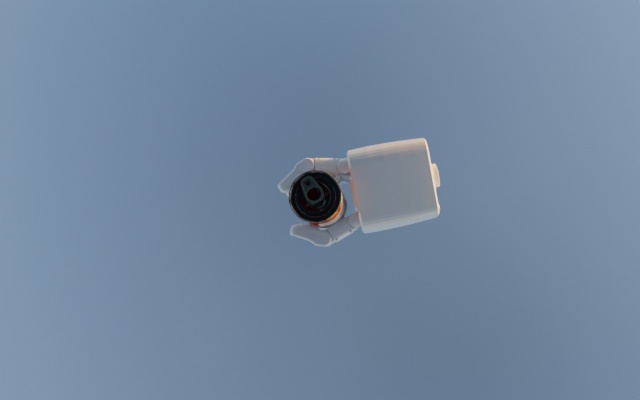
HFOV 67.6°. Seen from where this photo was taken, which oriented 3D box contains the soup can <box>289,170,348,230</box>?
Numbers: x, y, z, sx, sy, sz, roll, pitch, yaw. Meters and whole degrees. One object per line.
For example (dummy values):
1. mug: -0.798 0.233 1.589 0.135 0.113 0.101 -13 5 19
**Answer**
1. soup can: 0.000 0.002 0.650 0.068 0.068 0.102 0 -9 8
